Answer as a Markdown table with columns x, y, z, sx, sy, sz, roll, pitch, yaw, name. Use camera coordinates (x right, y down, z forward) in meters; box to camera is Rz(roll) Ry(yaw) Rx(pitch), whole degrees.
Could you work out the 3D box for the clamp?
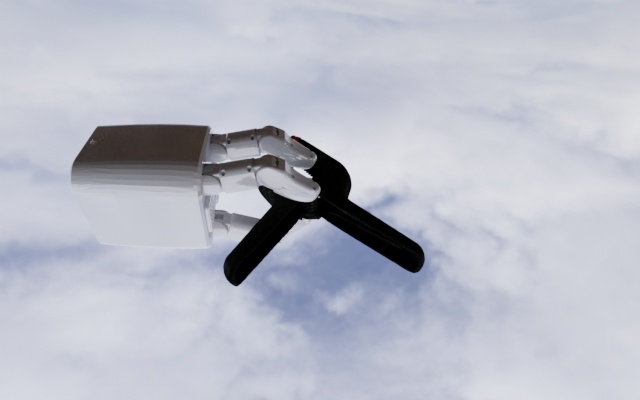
| x | y | z | sx | sy | sz | roll | pitch | yaw | name |
| --- | --- | --- | --- | --- | --- | --- | --- | --- | --- |
| 0.000 | 0.002 | 0.454 | 0.164 | 0.036 | 0.209 | 3 | 36 | -7 | clamp |
